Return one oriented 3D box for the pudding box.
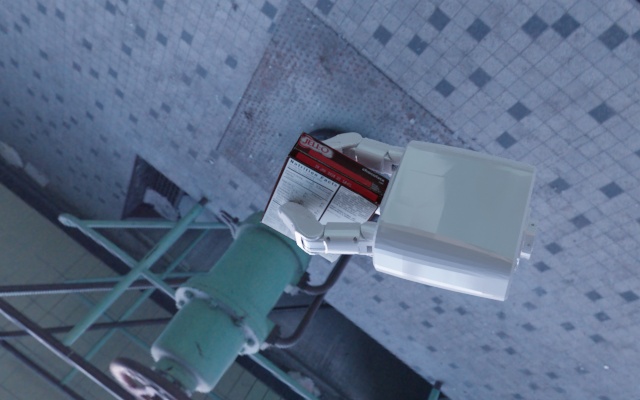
[{"bbox_3d":[0.000,0.002,0.445,0.090,0.039,0.114,30,-41,-1],"label":"pudding box"}]
